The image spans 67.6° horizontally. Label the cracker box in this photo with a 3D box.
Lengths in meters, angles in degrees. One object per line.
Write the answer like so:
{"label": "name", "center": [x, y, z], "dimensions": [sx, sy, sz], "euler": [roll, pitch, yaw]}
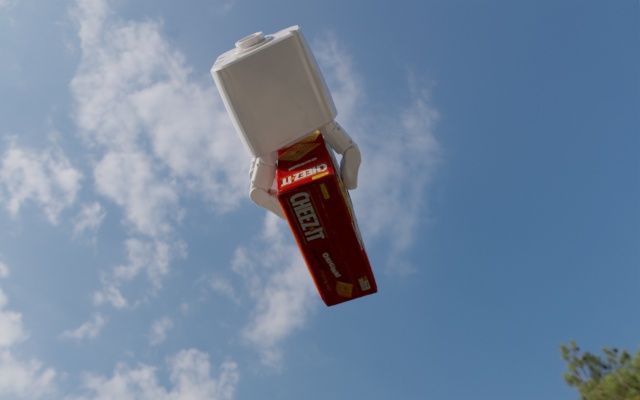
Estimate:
{"label": "cracker box", "center": [0.000, 0.002, 0.607], "dimensions": [0.072, 0.164, 0.213], "euler": [-20, 27, 5]}
